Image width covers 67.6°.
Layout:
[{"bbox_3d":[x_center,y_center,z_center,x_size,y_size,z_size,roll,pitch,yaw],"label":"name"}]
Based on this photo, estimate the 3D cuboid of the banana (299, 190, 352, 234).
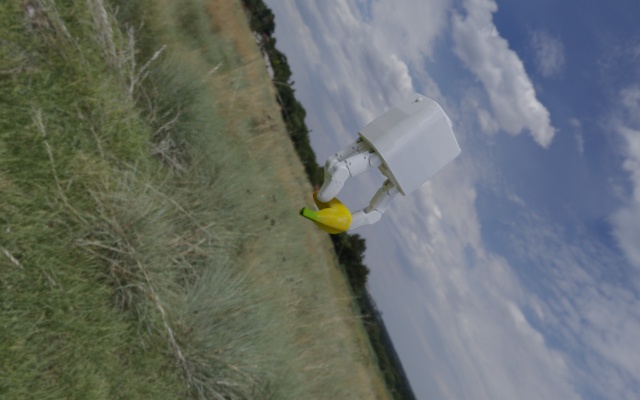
[{"bbox_3d":[0.014,0.015,0.694,0.069,0.037,0.198,40,6,-1],"label":"banana"}]
